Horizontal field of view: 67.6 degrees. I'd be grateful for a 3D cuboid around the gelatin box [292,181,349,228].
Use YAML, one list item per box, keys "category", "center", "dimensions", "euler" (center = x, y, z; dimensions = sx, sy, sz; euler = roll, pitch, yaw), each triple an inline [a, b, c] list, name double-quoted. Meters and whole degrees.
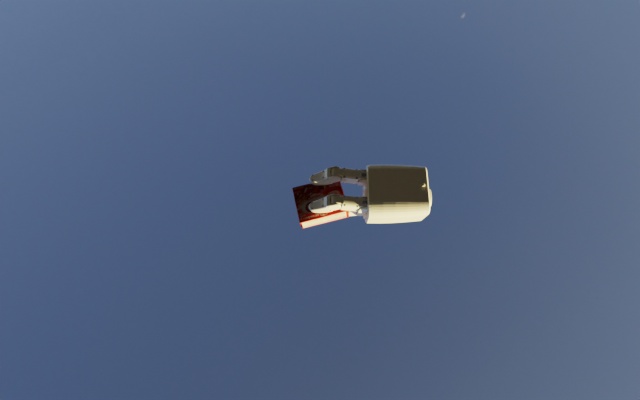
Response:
- category: "gelatin box"
  center: [0.000, 0.003, 0.855]
  dimensions: [0.089, 0.073, 0.030]
  euler: [-14, -27, 1]
